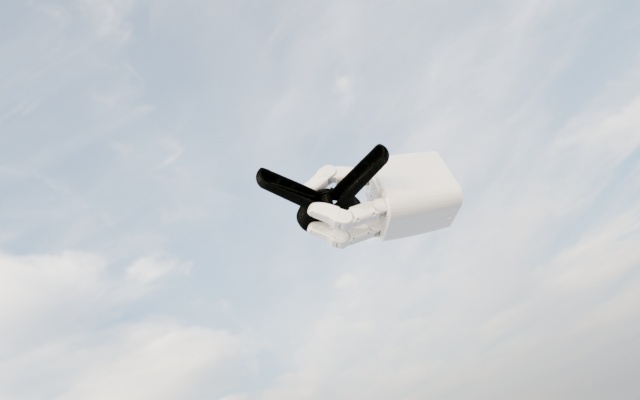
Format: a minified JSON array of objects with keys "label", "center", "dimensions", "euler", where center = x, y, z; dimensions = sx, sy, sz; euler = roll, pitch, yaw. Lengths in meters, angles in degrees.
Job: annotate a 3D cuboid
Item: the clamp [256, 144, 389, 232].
[{"label":"clamp","center":[0.000,0.002,0.655],"dimensions":[0.164,0.036,0.210],"euler":[-7,-31,-6]}]
